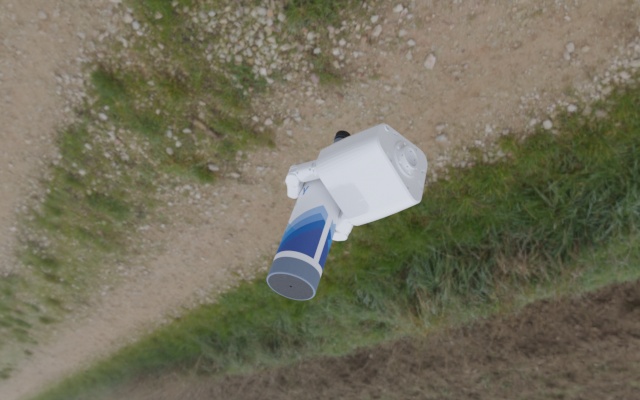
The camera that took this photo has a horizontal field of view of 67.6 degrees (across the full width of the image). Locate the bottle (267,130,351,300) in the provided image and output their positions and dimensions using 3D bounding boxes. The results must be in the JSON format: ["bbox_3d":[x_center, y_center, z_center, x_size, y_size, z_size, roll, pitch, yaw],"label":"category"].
[{"bbox_3d":[0.000,0.003,0.707,0.069,0.295,0.069,12,-38,10],"label":"bottle"}]
